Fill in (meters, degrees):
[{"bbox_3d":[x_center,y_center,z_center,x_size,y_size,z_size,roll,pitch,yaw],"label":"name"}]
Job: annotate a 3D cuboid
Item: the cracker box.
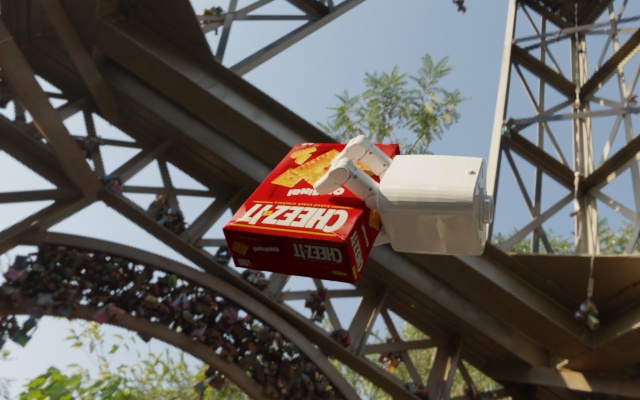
[{"bbox_3d":[0.000,0.002,0.621,0.164,0.072,0.213,3,35,26],"label":"cracker box"}]
